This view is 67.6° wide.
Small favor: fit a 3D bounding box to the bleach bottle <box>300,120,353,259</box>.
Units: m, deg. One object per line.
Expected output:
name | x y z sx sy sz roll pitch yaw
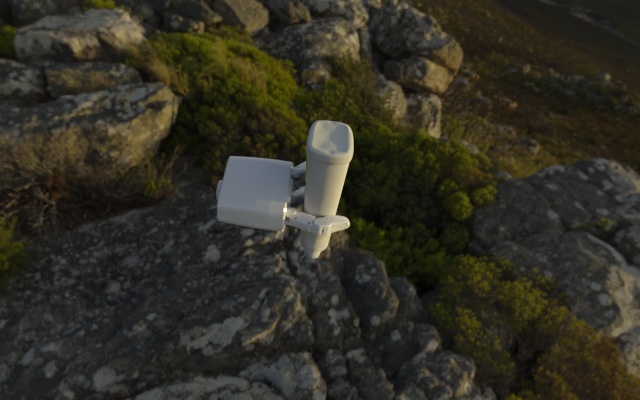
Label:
bleach bottle | 0.000 0.002 0.772 0.068 0.251 0.102 8 39 -2
